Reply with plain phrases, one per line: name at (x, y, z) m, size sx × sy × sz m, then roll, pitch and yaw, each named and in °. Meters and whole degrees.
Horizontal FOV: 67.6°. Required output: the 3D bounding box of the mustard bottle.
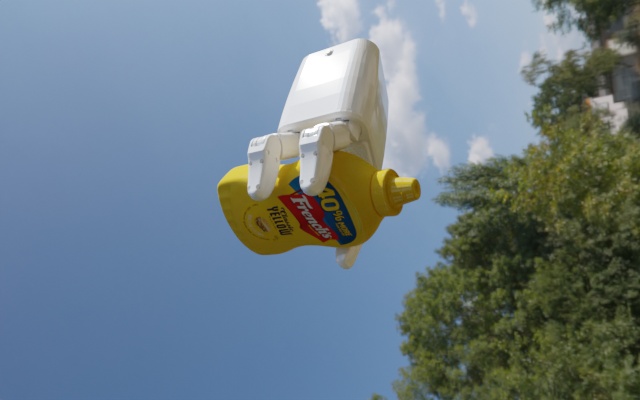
mustard bottle at (0.000, 0.002, 0.444) m, size 0.191 × 0.096 × 0.058 m, roll -8°, pitch 30°, yaw 32°
